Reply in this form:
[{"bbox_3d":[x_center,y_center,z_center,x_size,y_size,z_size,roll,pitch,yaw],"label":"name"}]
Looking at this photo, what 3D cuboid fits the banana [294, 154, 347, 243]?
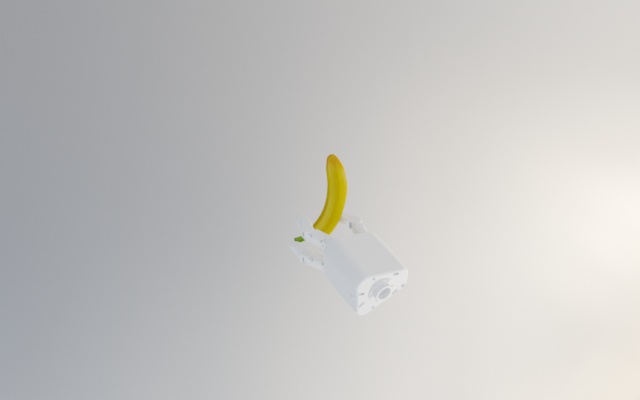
[{"bbox_3d":[0.014,0.007,0.887,0.069,0.198,0.037,3,31,-34],"label":"banana"}]
